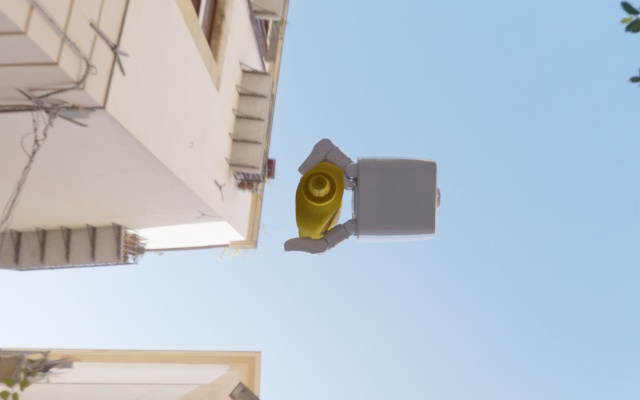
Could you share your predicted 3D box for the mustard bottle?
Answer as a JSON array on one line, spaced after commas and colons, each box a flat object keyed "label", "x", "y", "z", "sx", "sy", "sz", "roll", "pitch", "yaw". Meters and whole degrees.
[{"label": "mustard bottle", "x": 0.000, "y": 0.002, "z": 0.637, "sx": 0.058, "sy": 0.096, "sz": 0.192, "roll": 24, "pitch": -12, "yaw": 6}]
